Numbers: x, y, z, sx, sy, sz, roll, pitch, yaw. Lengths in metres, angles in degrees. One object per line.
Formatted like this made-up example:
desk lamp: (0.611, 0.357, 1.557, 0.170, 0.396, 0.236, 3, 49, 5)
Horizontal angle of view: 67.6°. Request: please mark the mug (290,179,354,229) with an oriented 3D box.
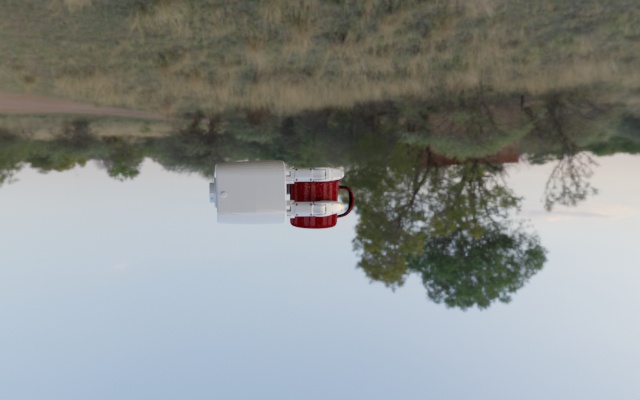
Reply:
mug: (0.002, 0.003, 0.818, 0.117, 0.081, 0.093, -1, 7, -12)
